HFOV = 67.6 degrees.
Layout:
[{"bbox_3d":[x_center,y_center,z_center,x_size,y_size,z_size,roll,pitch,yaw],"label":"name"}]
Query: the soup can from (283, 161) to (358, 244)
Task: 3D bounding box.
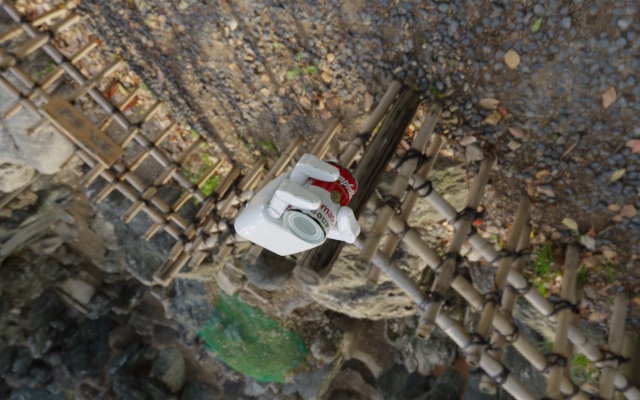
[{"bbox_3d":[0.000,0.002,0.670,0.068,0.068,0.102,0,43,40],"label":"soup can"}]
